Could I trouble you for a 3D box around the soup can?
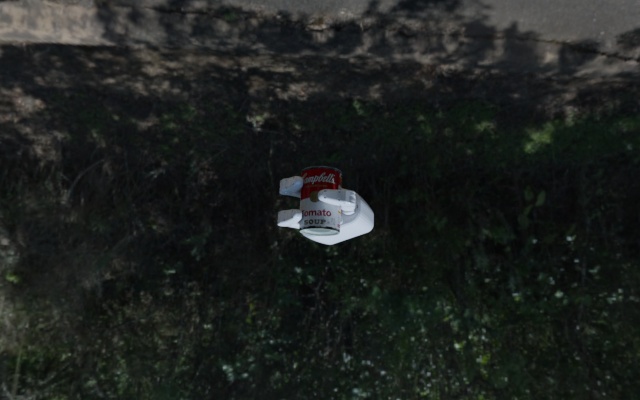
[{"bbox_3d":[0.000,0.003,0.779,0.068,0.102,0.068,2,-14,1],"label":"soup can"}]
